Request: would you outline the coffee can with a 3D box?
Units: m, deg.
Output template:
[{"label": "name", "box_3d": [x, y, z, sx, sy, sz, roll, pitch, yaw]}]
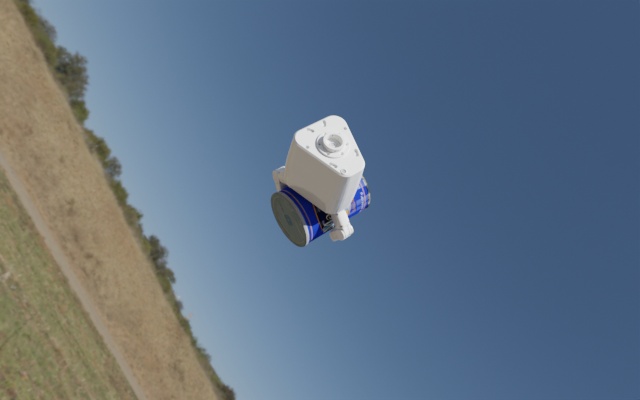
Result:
[{"label": "coffee can", "box_3d": [0.000, 0.003, 0.826, 0.140, 0.103, 0.103, -29, 14, -25]}]
